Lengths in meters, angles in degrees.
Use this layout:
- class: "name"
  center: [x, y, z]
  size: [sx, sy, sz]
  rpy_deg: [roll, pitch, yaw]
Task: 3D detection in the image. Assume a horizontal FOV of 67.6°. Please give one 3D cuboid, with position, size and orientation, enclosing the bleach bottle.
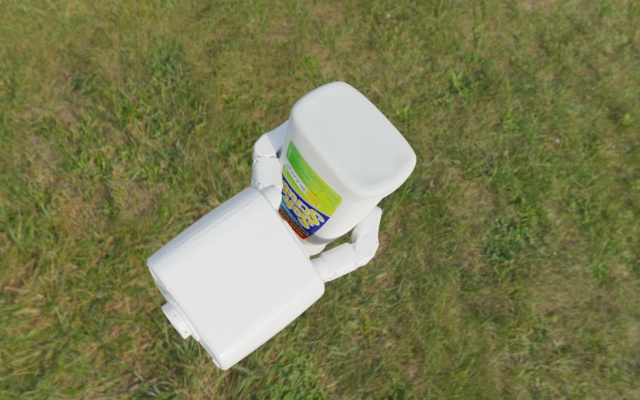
- class: "bleach bottle"
  center: [0.000, 0.001, 0.462]
  size: [0.068, 0.102, 0.251]
  rpy_deg: [-34, -14, -24]
